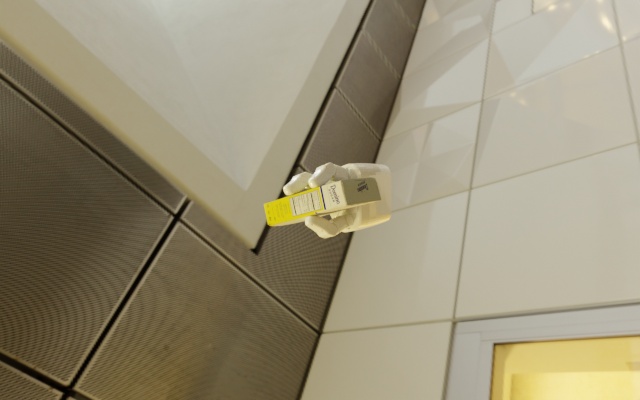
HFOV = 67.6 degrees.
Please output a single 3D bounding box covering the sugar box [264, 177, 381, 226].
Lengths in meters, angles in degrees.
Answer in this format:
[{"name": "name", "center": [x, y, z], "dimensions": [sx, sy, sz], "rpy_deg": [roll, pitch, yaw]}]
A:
[{"name": "sugar box", "center": [0.000, 0.002, 0.779], "dimensions": [0.176, 0.048, 0.093], "rpy_deg": [-19, -7, 40]}]
